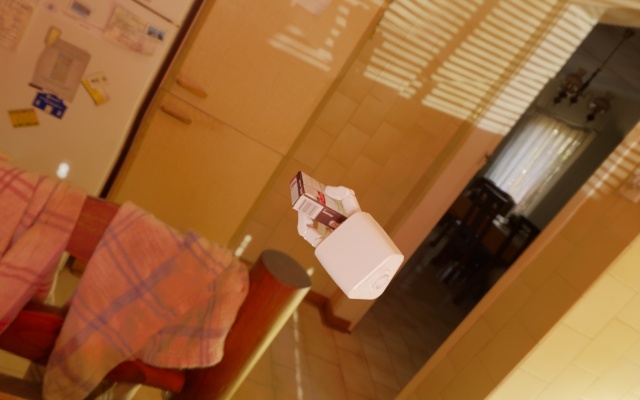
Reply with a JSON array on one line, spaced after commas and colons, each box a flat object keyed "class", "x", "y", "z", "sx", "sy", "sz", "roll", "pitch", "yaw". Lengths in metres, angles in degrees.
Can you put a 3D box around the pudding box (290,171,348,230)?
[{"class": "pudding box", "x": 0.000, "y": 0.003, "z": 0.883, "sx": 0.113, "sy": 0.039, "sz": 0.090, "roll": 31, "pitch": 22, "yaw": -23}]
